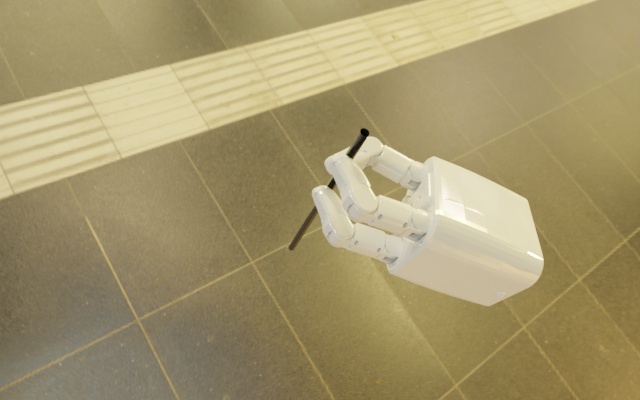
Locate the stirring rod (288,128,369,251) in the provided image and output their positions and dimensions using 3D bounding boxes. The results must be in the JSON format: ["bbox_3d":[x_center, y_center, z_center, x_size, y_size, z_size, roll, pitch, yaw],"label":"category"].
[{"bbox_3d":[0.000,0.002,0.480,0.011,0.011,0.240,0,-28,-19],"label":"stirring rod"}]
